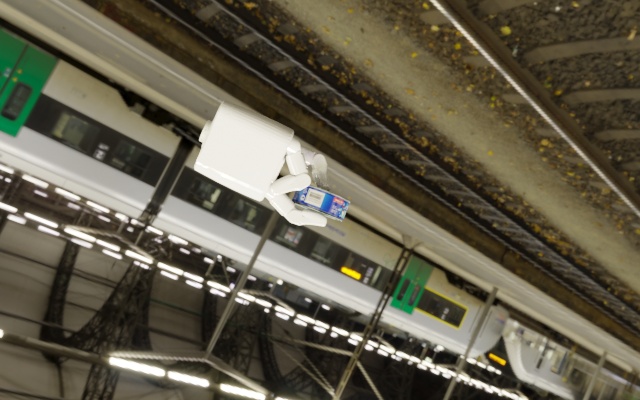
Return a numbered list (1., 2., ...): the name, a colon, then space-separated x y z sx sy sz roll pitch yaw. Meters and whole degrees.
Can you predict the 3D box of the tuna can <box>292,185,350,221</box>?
1. tuna can: 0.000 0.003 0.732 0.086 0.034 0.086 21 -4 1
